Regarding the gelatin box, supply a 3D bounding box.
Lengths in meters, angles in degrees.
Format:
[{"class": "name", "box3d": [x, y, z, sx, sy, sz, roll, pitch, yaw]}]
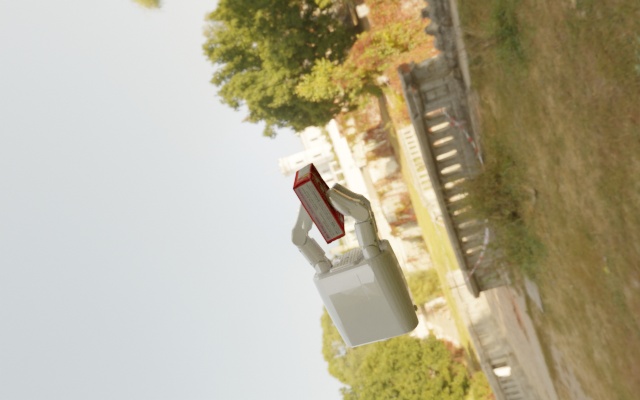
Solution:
[{"class": "gelatin box", "box3d": [0.000, 0.002, 0.617, 0.030, 0.089, 0.073, -29, 17, 11]}]
